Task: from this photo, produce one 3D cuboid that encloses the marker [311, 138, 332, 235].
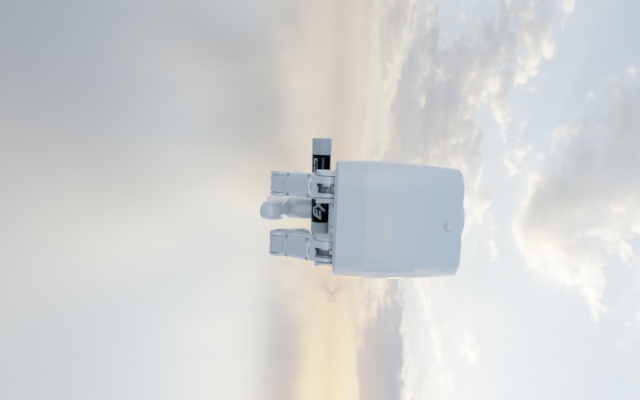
[{"bbox_3d":[0.000,0.001,0.455,0.020,0.121,0.020,2,7,0],"label":"marker"}]
